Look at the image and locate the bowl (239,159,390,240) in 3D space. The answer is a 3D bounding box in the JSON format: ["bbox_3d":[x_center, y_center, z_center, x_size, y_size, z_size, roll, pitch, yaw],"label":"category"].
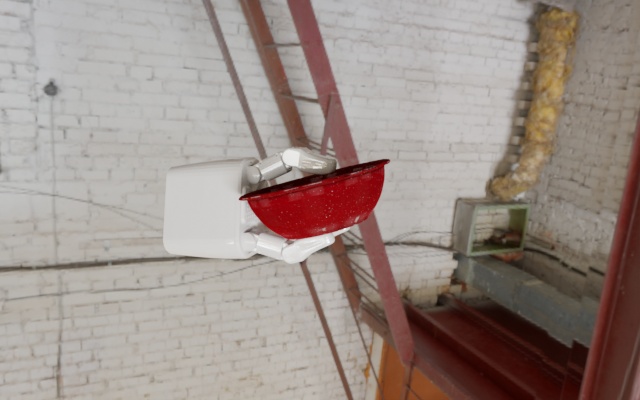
[{"bbox_3d":[0.001,0.002,0.499,0.162,0.055,0.162,-15,5,1],"label":"bowl"}]
